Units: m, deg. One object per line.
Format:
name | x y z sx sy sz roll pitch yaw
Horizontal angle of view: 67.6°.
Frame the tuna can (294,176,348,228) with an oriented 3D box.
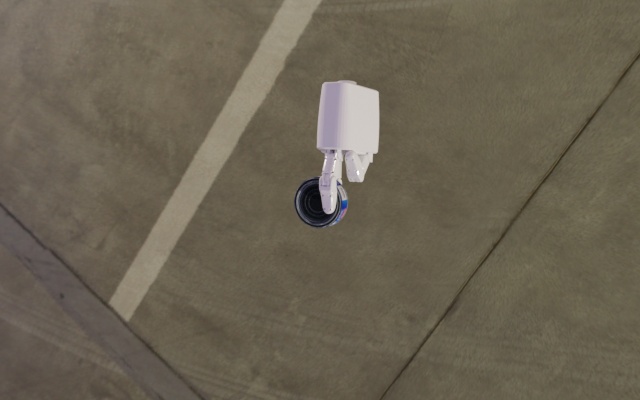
tuna can | 0.000 0.003 0.788 0.086 0.086 0.034 0 5 21
